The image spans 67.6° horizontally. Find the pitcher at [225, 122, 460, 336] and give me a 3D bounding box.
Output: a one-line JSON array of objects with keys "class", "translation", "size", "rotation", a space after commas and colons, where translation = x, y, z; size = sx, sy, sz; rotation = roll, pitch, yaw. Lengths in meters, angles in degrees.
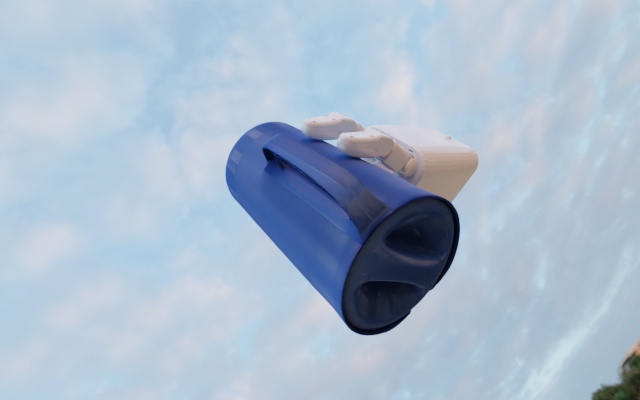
[{"class": "pitcher", "translation": [0.000, 0.002, 0.466], "size": [0.145, 0.149, 0.242], "rotation": [-8, 30, -37]}]
